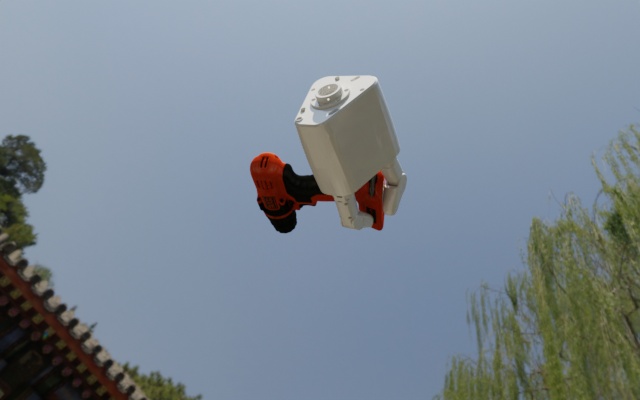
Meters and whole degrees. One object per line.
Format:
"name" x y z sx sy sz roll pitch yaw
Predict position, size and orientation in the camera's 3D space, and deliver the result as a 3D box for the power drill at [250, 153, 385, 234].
"power drill" 0.001 0.002 0.703 0.187 0.057 0.184 3 -30 9
